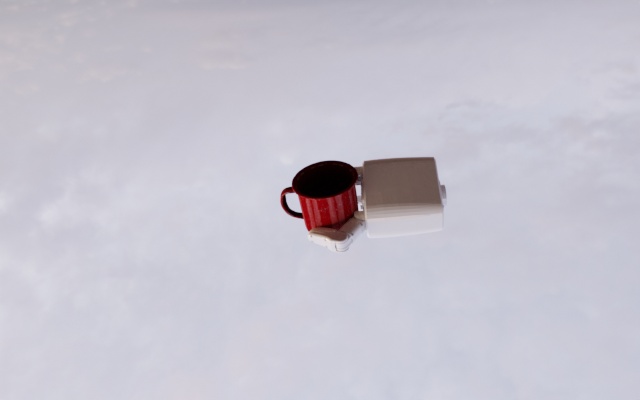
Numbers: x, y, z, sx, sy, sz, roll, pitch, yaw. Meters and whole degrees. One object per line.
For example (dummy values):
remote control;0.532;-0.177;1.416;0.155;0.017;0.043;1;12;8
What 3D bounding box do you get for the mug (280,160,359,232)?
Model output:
mug;-0.001;0.003;0.684;0.117;0.082;0.093;-4;37;9
